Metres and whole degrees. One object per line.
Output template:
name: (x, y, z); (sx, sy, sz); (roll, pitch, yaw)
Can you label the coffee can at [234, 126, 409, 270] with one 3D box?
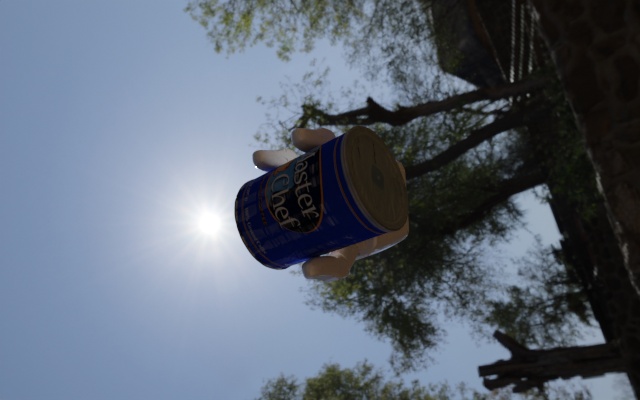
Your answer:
coffee can: (0.000, 0.002, 0.472); (0.140, 0.102, 0.103); (-23, -13, 33)
